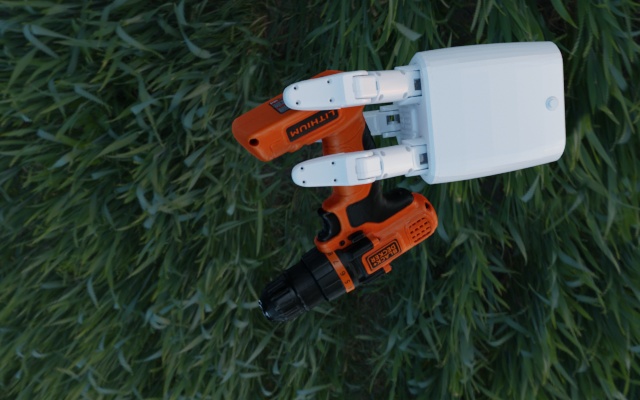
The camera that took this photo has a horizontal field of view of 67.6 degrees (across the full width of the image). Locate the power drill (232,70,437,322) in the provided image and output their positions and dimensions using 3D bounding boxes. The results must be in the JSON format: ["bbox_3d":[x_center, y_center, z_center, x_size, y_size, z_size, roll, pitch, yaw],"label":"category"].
[{"bbox_3d":[0.000,0.001,0.408,0.184,0.188,0.057,-32,33,-10],"label":"power drill"}]
